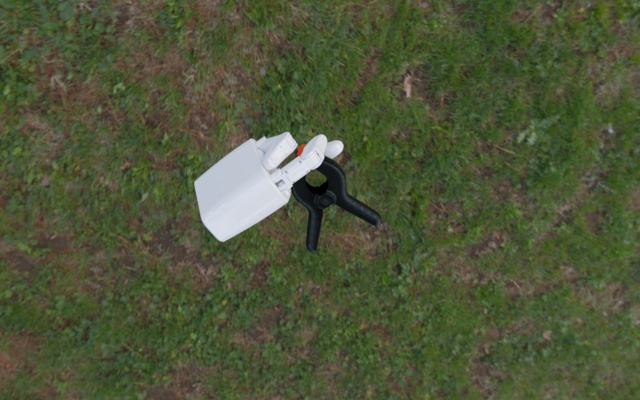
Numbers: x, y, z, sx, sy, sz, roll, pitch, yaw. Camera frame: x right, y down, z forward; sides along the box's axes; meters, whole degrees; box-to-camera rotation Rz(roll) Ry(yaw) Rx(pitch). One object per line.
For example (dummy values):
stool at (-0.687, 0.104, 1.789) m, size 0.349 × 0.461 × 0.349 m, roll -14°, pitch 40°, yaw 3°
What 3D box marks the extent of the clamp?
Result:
clamp at (0.000, 0.002, 0.691) m, size 0.120 × 0.171 × 0.039 m, roll -34°, pitch 25°, yaw 6°
